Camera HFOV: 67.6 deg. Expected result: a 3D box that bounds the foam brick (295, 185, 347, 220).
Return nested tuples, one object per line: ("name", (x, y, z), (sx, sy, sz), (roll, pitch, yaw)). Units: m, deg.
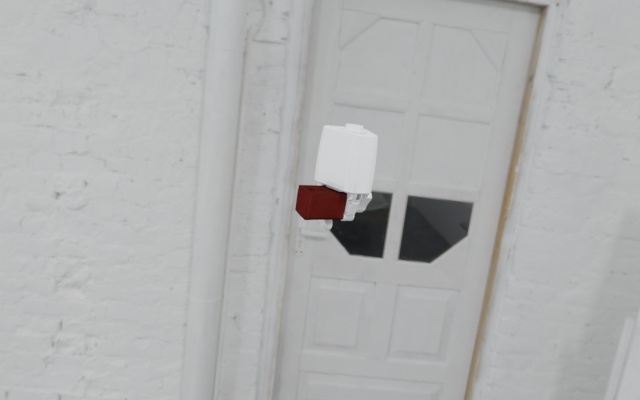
("foam brick", (0.000, 0.003, 0.871), (0.078, 0.051, 0.053), (0, 20, -26))
